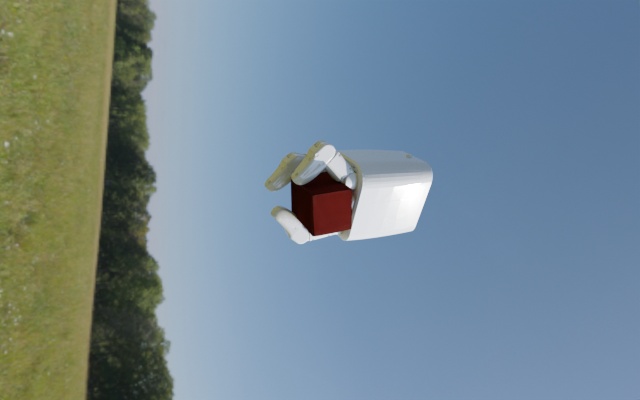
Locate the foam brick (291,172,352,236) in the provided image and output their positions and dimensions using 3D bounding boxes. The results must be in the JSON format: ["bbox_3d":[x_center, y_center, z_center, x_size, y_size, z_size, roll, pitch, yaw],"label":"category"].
[{"bbox_3d":[0.000,0.002,0.577,0.051,0.053,0.078,-8,22,-20],"label":"foam brick"}]
